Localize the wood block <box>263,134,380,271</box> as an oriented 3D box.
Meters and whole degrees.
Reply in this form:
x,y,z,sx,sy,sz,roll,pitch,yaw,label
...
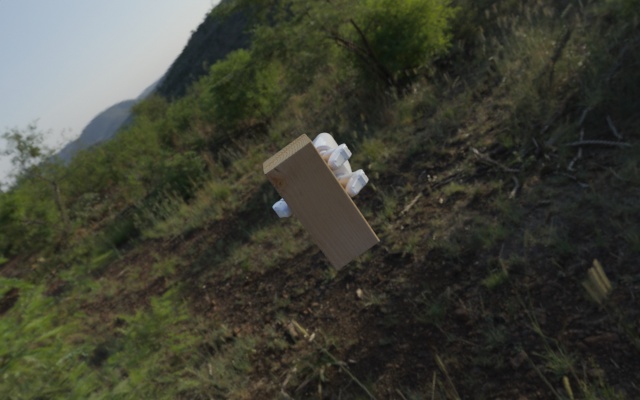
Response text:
x,y,z,sx,sy,sz,roll,pitch,yaw,label
0.000,0.003,0.805,0.091,0.206,0.090,-35,18,2,wood block
